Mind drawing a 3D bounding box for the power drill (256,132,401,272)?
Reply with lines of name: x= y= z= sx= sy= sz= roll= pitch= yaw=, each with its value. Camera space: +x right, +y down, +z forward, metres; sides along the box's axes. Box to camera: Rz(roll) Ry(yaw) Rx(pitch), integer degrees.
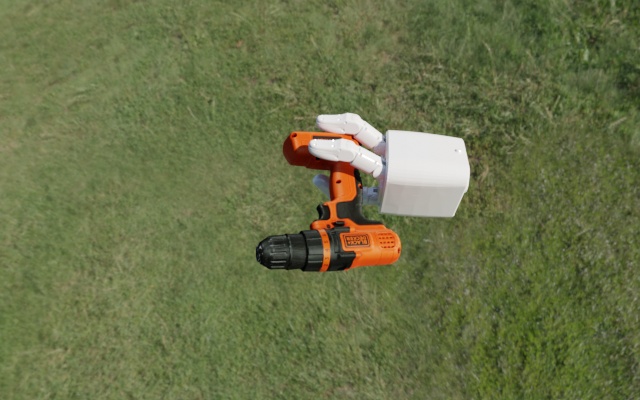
power drill: x=0.000 y=0.002 z=0.617 sx=0.184 sy=0.187 sz=0.057 roll=0 pitch=-28 yaw=-22
